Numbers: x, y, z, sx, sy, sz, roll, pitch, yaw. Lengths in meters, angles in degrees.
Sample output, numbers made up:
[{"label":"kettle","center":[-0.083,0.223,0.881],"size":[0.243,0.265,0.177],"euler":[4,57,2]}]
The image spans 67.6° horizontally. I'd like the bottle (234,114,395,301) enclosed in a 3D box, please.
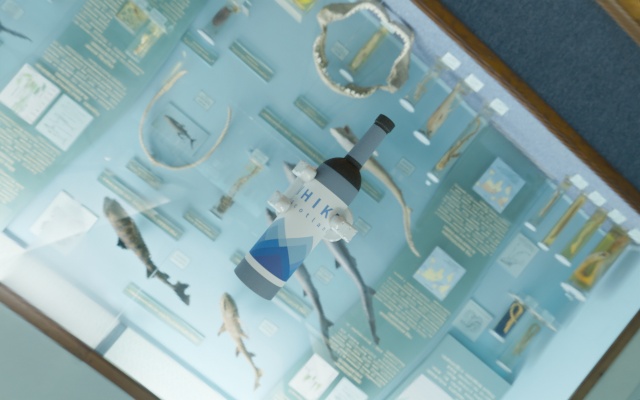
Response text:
[{"label":"bottle","center":[0.000,0.002,0.658],"size":[0.069,0.295,0.069],"euler":[39,-1,1]}]
